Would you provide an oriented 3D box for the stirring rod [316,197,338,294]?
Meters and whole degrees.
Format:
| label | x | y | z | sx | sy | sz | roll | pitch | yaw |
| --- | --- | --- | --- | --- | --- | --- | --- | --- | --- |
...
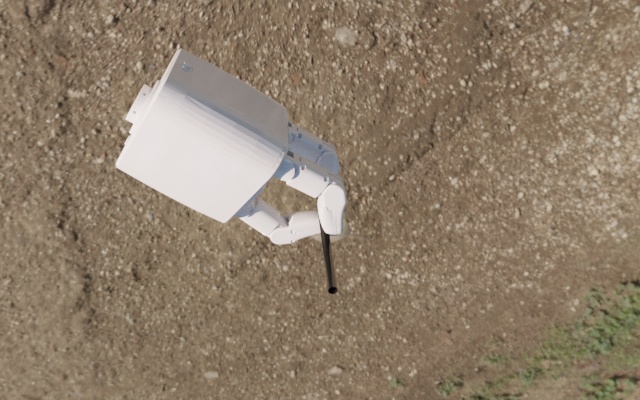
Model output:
| label | x | y | z | sx | sy | sz | roll | pitch | yaw |
| --- | --- | --- | --- | --- | --- | --- | --- | --- | --- |
| stirring rod | 0.000 | 0.002 | 0.474 | 0.011 | 0.011 | 0.239 | 0 | 35 | -6 |
